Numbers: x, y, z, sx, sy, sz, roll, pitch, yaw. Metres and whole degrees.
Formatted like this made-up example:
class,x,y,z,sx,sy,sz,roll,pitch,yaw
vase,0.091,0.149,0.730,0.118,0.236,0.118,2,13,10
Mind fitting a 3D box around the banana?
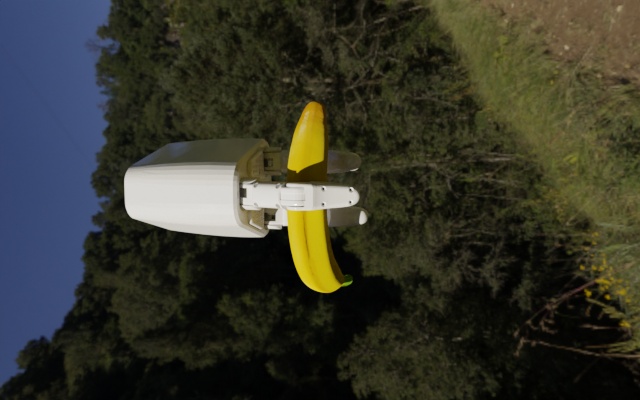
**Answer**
class,x,y,z,sx,sy,sz,roll,pitch,yaw
banana,-0.006,0.013,0.437,0.037,0.198,0.069,3,29,20
